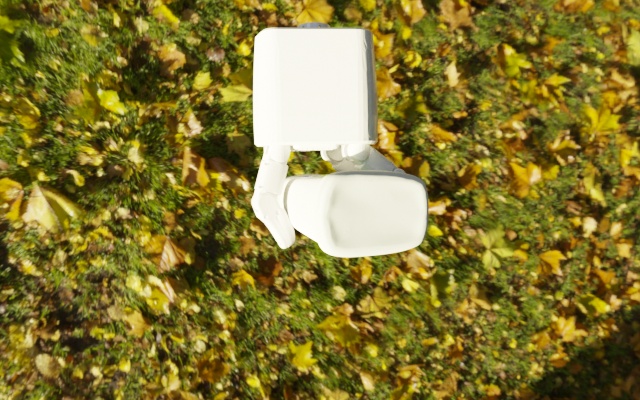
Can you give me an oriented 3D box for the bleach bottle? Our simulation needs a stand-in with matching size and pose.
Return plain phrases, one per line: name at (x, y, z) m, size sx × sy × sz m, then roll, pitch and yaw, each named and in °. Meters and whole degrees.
bleach bottle at (0.000, 0.002, 0.487) m, size 0.102 × 0.068 × 0.251 m, roll -1°, pitch 5°, yaw -22°
